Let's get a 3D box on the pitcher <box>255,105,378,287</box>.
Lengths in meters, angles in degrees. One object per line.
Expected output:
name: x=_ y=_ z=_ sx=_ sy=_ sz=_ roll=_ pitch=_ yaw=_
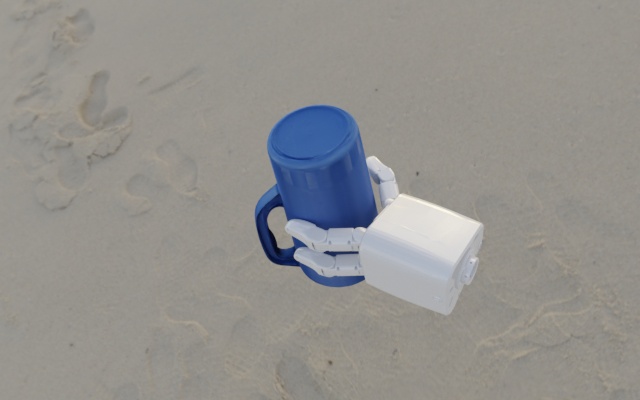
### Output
pitcher: x=0.000 y=0.002 z=0.628 sx=0.145 sy=0.149 sz=0.243 roll=23 pitch=-31 yaw=29
